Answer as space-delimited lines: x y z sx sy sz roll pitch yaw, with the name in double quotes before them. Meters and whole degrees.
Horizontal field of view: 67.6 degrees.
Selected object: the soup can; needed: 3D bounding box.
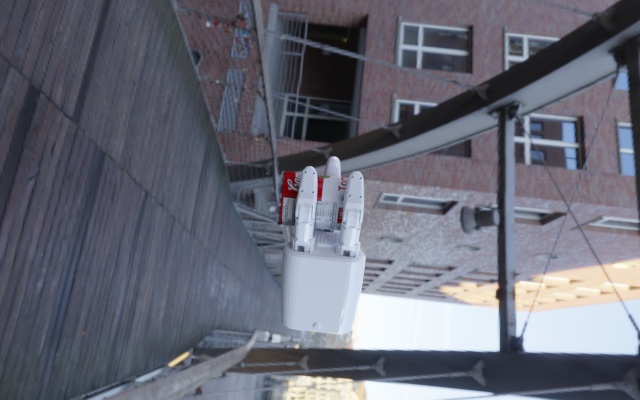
"soup can" 0.000 0.001 0.594 0.102 0.068 0.068 6 0 0
